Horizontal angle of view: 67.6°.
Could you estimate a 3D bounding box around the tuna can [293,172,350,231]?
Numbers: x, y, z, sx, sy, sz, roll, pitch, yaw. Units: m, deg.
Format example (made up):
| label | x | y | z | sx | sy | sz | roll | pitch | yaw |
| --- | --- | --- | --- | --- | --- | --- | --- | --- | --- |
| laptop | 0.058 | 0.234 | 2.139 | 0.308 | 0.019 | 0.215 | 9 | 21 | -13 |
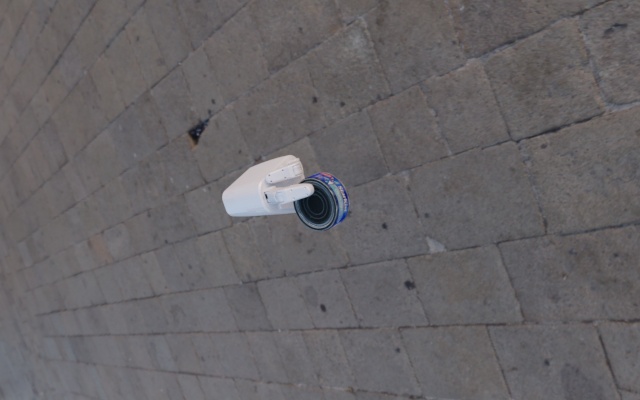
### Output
| label | x | y | z | sx | sy | sz | roll | pitch | yaw |
| --- | --- | --- | --- | --- | --- | --- | --- | --- | --- |
| tuna can | 0.000 | 0.003 | 0.721 | 0.086 | 0.086 | 0.033 | 0 | 15 | 38 |
